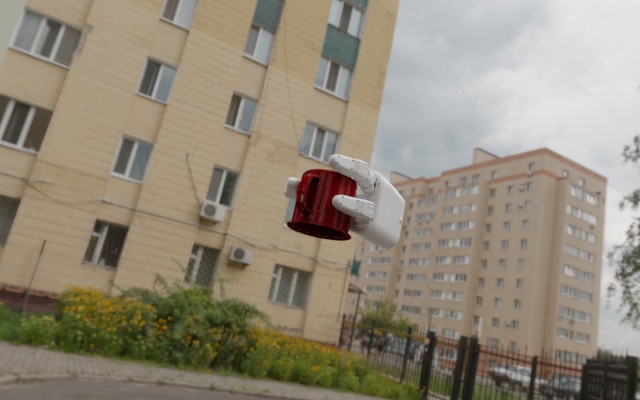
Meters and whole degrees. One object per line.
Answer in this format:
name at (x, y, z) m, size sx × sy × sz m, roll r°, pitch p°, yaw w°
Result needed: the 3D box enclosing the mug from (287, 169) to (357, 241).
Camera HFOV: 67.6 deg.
mug at (-0.001, 0.002, 0.667) m, size 0.093 × 0.081 × 0.117 m, roll 3°, pitch -17°, yaw 32°
